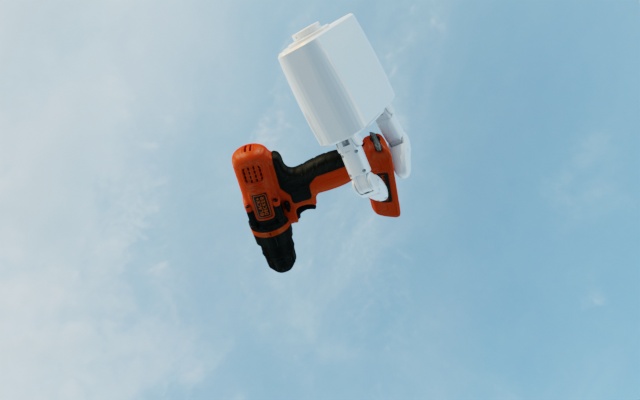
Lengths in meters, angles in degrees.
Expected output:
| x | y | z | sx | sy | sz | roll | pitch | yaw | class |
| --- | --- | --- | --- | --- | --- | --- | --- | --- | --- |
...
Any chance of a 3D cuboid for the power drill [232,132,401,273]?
| x | y | z | sx | sy | sz | roll | pitch | yaw | class |
| --- | --- | --- | --- | --- | --- | --- | --- | --- | --- |
| 0.000 | 0.002 | 0.590 | 0.187 | 0.185 | 0.057 | -13 | 33 | 0 | power drill |
